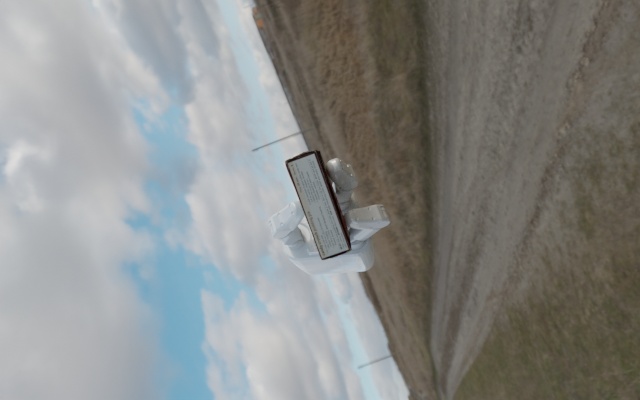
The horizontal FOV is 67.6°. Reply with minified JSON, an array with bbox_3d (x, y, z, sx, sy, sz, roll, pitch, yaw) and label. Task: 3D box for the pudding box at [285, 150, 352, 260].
[{"bbox_3d":[0.000,0.002,0.527,0.039,0.113,0.090,-22,4,3],"label":"pudding box"}]
